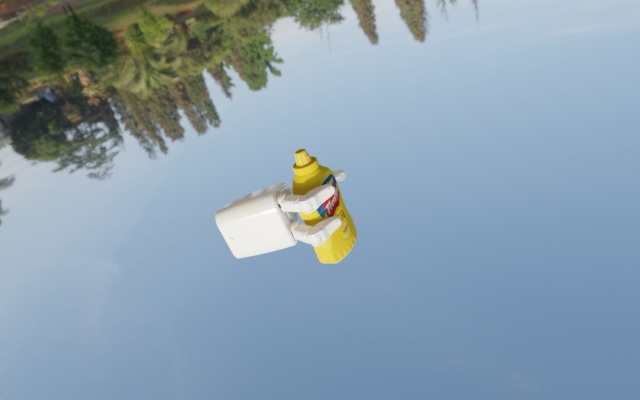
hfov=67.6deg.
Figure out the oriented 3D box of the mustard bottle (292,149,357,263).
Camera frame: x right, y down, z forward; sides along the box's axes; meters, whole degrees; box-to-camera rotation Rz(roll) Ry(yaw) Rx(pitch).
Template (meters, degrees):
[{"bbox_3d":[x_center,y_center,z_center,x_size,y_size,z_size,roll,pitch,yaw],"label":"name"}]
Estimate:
[{"bbox_3d":[0.001,0.003,0.781,0.058,0.192,0.096,-3,33,34],"label":"mustard bottle"}]
